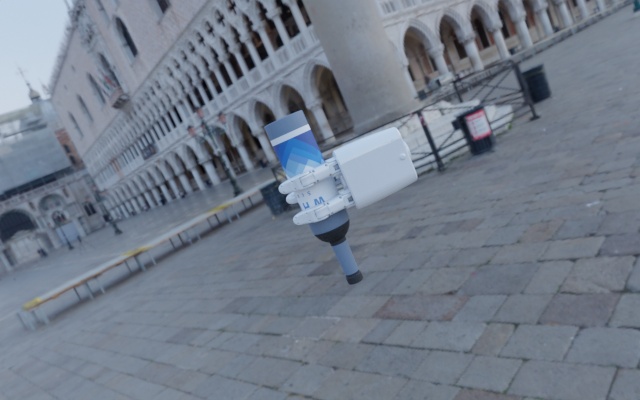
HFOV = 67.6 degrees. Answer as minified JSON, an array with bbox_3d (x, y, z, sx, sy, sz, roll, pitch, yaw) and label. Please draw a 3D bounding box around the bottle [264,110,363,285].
[{"bbox_3d":[0.000,0.002,0.781,0.069,0.296,0.069,-24,9,4],"label":"bottle"}]
